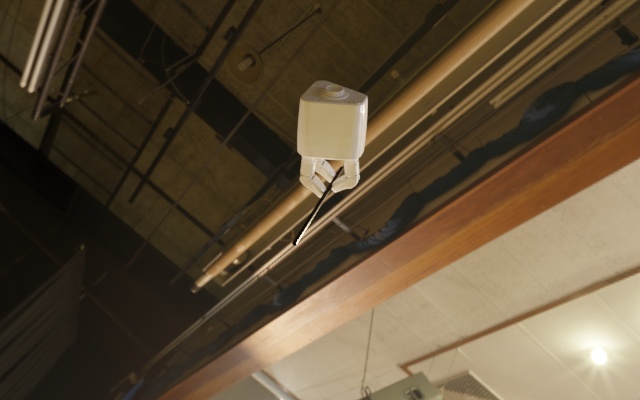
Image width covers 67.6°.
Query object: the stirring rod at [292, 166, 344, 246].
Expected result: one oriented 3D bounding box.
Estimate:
[{"bbox_3d":[0.000,0.003,0.854,0.011,0.011,0.239,0,34,25],"label":"stirring rod"}]
